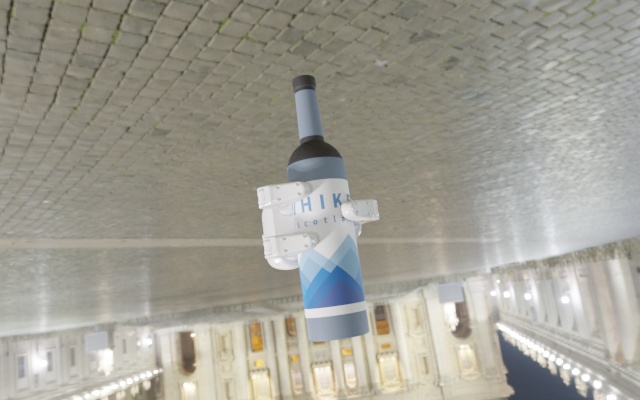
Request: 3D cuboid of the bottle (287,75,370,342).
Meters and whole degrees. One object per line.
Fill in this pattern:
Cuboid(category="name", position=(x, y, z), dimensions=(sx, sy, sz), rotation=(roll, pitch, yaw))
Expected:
Cuboid(category="bottle", position=(0.000, 0.002, 0.536), dimensions=(0.069, 0.295, 0.069), rotation=(-8, -9, -1))
